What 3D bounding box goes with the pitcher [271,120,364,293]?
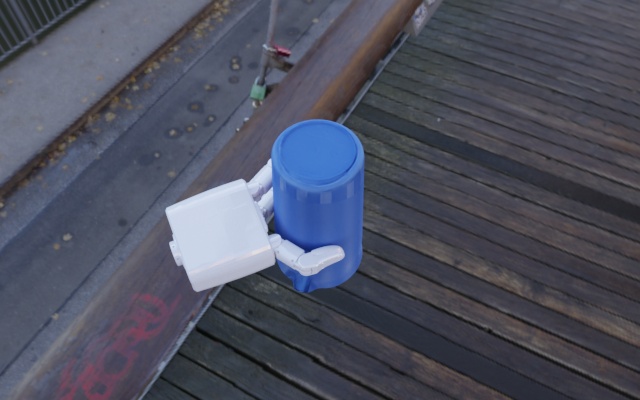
[{"bbox_3d":[0.000,0.002,0.646,0.145,0.149,0.243,-21,-32,-14],"label":"pitcher"}]
